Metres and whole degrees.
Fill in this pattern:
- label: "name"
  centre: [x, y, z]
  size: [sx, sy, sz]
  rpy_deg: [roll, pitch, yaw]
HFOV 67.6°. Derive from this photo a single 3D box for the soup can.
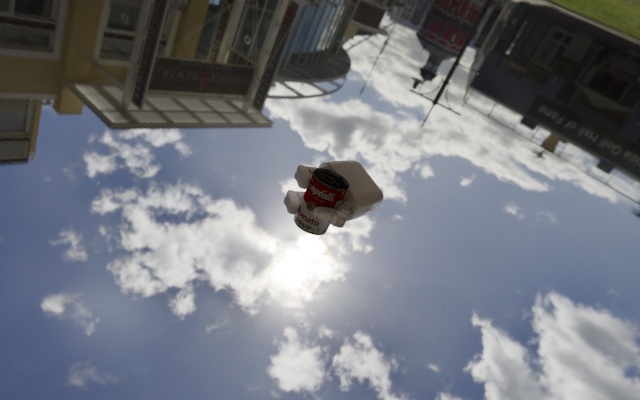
- label: "soup can"
  centre: [0.000, 0.003, 0.853]
  size: [0.068, 0.102, 0.068]
  rpy_deg: [20, 27, -11]
